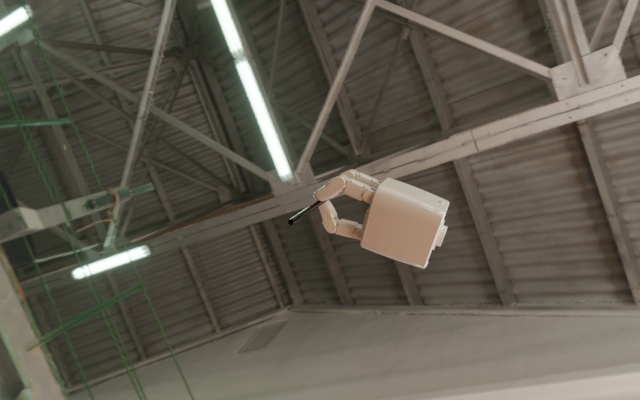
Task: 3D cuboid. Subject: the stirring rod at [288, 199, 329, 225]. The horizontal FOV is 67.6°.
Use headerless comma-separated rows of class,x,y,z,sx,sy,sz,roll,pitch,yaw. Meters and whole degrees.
stirring rod,0.000,0.002,0.740,0.011,0.011,0.239,0,13,20
